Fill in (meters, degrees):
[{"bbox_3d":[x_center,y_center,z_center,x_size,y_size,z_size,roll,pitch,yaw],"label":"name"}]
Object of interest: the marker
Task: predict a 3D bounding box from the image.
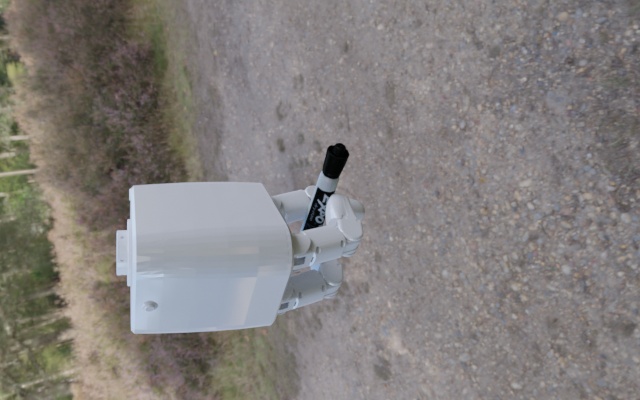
[{"bbox_3d":[0.000,0.001,0.418,0.020,0.121,0.020,12,39,-10],"label":"marker"}]
